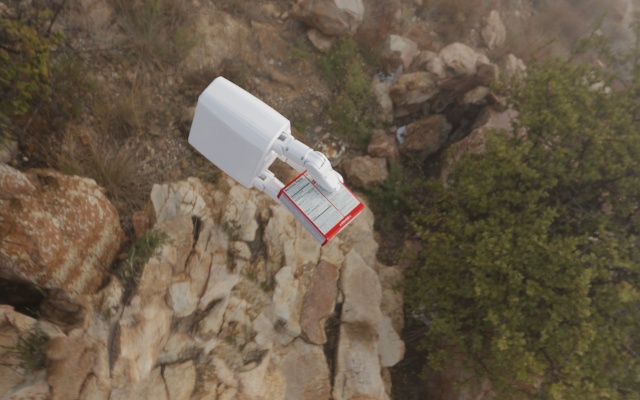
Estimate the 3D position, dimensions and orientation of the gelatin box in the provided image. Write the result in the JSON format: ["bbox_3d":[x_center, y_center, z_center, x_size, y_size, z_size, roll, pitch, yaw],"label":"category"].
[{"bbox_3d":[0.000,0.002,0.614,0.073,0.089,0.030,-40,-8,-28],"label":"gelatin box"}]
